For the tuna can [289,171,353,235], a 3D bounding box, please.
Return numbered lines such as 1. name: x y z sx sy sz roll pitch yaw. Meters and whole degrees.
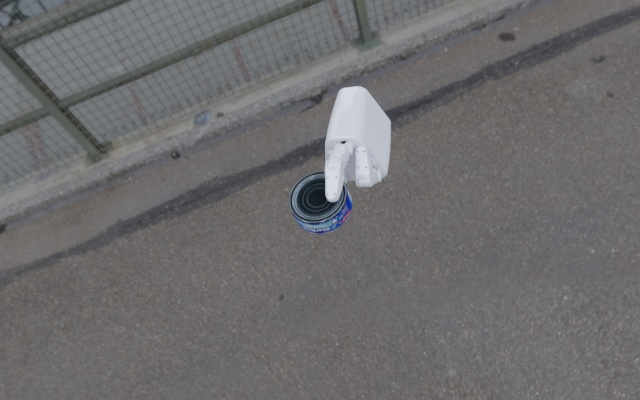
1. tuna can: 0.000 0.002 0.669 0.086 0.086 0.034 0 -30 18
